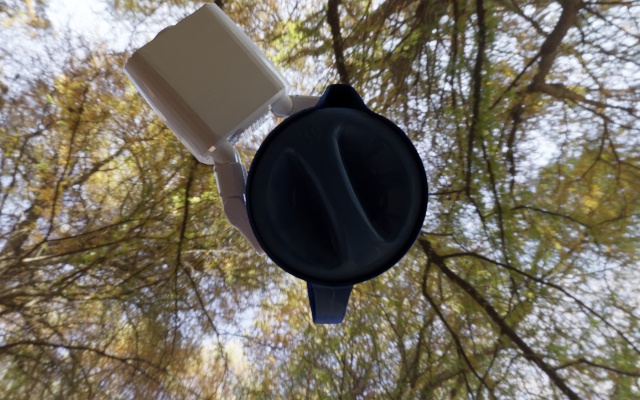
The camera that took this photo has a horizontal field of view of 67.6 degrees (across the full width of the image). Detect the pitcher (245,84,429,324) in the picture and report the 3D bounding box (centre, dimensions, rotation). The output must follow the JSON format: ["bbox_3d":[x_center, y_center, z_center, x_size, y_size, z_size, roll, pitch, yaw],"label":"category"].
[{"bbox_3d":[0.000,0.001,0.456,0.149,0.145,0.243,-44,6,-2],"label":"pitcher"}]
